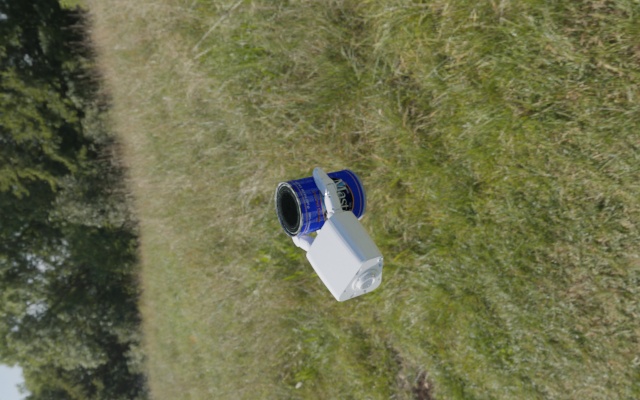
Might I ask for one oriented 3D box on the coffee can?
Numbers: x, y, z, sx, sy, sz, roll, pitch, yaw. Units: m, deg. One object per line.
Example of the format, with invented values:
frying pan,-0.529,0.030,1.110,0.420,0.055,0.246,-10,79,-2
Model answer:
coffee can,0.000,0.003,0.890,0.140,0.103,0.103,-13,6,-29
